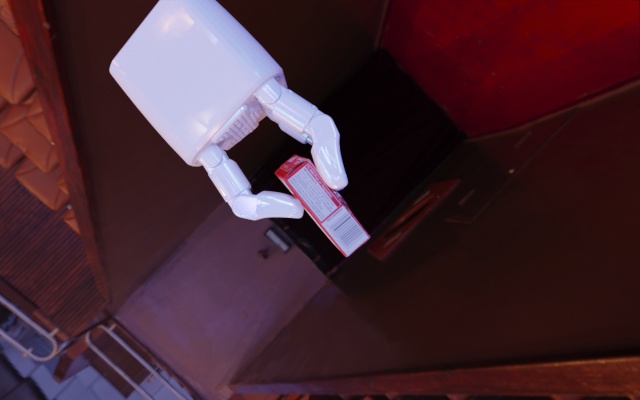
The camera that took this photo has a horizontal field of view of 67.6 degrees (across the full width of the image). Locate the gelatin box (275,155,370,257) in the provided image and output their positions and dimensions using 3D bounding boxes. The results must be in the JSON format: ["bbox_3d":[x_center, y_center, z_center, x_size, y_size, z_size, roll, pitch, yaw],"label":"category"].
[{"bbox_3d":[0.000,0.002,0.426,0.030,0.089,0.073,-39,12,-3],"label":"gelatin box"}]
